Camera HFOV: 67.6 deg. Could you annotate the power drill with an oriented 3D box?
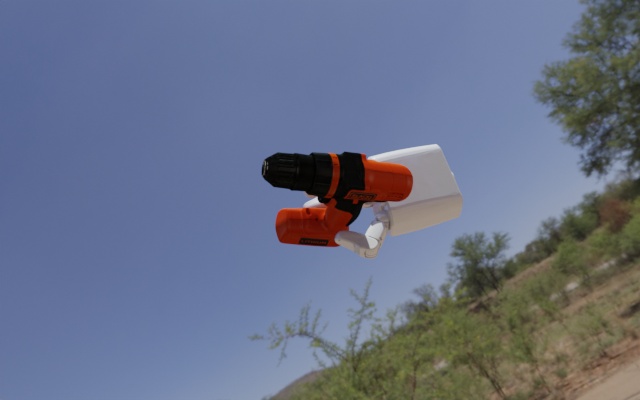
[{"bbox_3d":[0.000,0.002,0.615,0.184,0.057,0.188,7,-26,-18],"label":"power drill"}]
